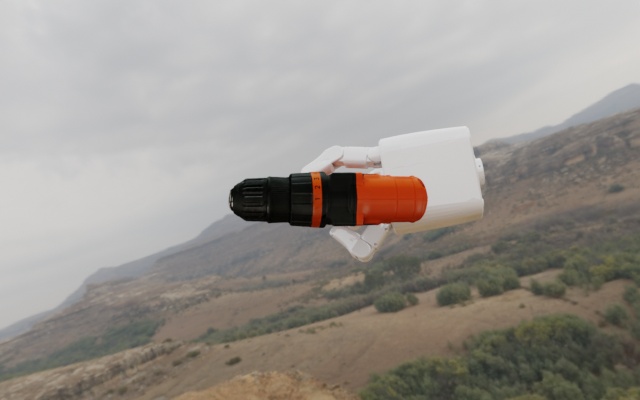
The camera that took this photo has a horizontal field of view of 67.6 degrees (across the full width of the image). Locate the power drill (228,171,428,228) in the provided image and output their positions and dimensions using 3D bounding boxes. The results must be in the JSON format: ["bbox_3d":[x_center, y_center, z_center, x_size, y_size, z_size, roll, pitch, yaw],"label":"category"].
[{"bbox_3d":[0.000,0.002,0.512,0.184,0.057,0.187,2,0,-7],"label":"power drill"}]
